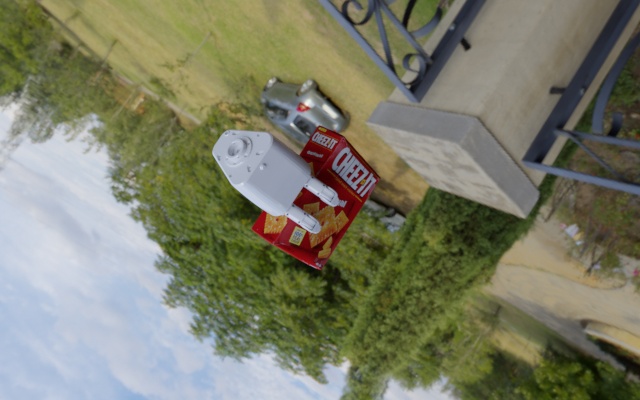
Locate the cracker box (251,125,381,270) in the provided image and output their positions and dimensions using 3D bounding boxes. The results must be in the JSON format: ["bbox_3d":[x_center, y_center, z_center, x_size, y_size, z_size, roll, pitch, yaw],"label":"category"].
[{"bbox_3d":[0.000,0.003,0.850,0.072,0.213,0.164,30,-6,38],"label":"cracker box"}]
